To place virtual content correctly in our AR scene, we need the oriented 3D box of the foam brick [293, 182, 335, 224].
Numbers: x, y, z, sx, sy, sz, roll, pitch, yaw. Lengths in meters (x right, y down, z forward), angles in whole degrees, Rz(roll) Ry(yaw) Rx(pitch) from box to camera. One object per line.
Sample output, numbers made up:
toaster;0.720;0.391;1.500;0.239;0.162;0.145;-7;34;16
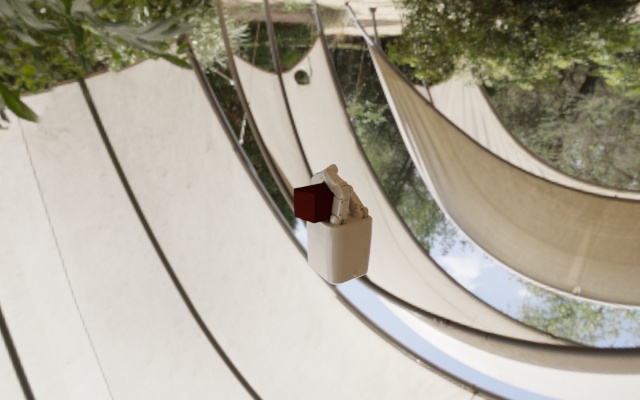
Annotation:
foam brick;0.000;0.003;0.802;0.078;0.051;0.053;-13;21;-42
